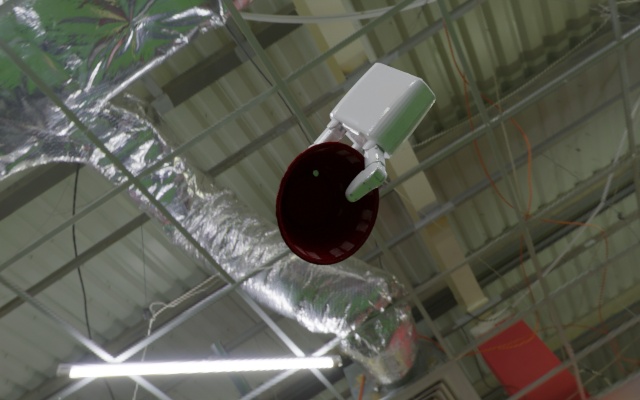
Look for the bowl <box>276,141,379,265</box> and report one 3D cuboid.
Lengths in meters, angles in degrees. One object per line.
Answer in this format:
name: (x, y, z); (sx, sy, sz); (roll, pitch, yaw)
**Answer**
bowl: (-0.001, 0.003, 0.638); (0.162, 0.162, 0.055); (0, 6, -34)
